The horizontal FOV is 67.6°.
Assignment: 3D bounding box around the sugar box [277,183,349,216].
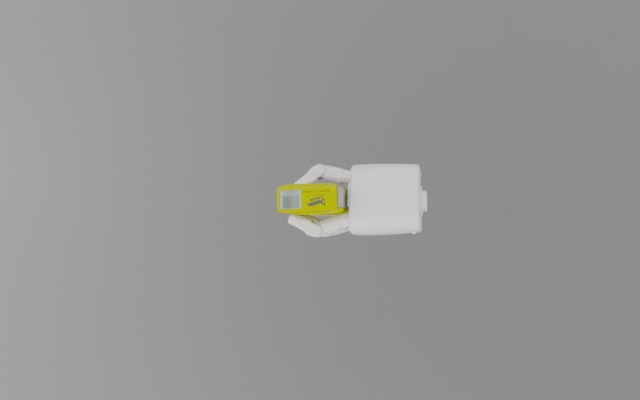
[{"bbox_3d":[0.000,0.003,0.776,0.093,0.048,0.176,-2,-6,14],"label":"sugar box"}]
